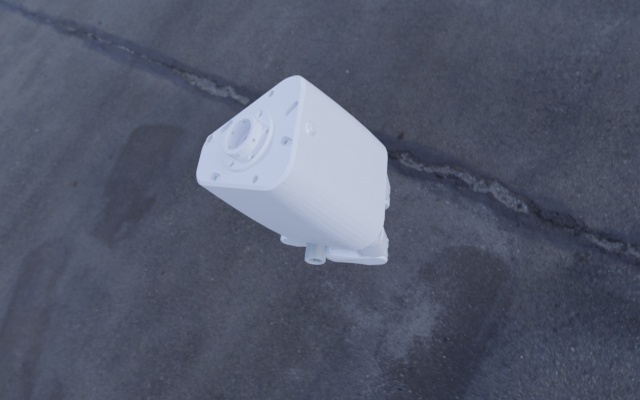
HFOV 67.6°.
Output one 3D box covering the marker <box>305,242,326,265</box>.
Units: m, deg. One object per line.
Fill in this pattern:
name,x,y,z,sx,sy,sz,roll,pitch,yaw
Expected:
marker,0.000,0.002,0.459,0.020,0.121,0.020,5,-27,2
